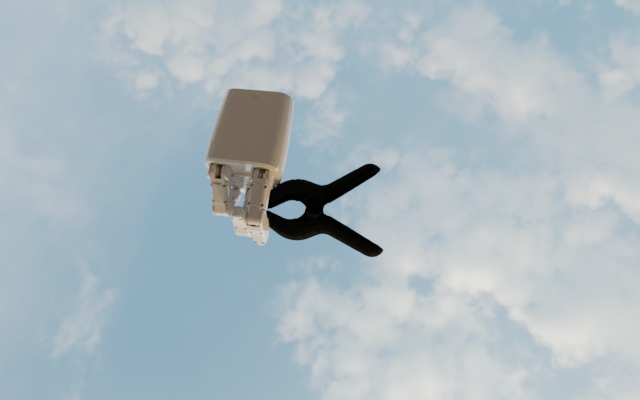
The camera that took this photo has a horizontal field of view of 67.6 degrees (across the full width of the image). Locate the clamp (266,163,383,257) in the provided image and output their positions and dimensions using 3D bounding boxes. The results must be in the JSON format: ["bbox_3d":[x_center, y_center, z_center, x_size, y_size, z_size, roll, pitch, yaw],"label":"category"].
[{"bbox_3d":[0.000,0.002,0.605,0.171,0.120,0.039,9,-23,2],"label":"clamp"}]
